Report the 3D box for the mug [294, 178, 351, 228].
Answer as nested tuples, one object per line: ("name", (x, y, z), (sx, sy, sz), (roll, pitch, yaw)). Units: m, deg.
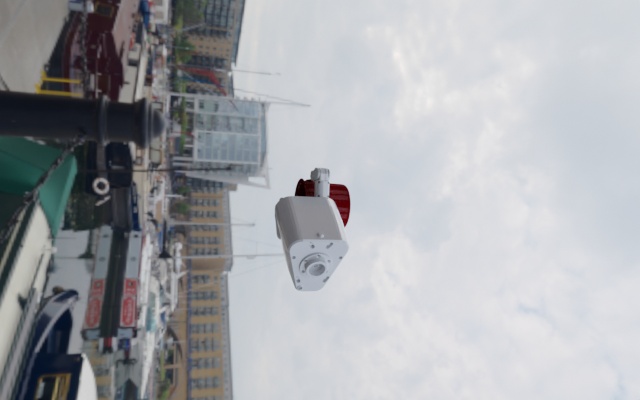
("mug", (0.000, 0.002, 0.841), (0.081, 0.093, 0.117), (3, 37, -16))
